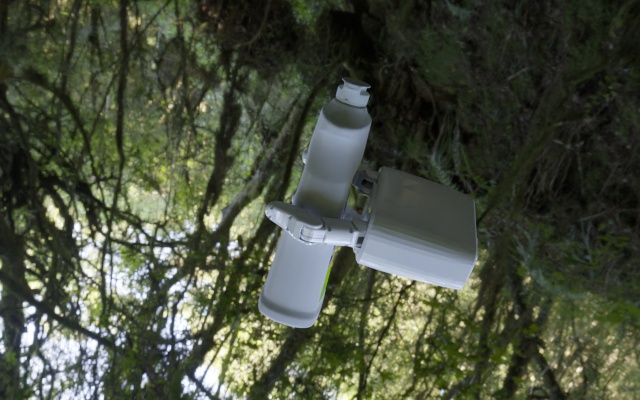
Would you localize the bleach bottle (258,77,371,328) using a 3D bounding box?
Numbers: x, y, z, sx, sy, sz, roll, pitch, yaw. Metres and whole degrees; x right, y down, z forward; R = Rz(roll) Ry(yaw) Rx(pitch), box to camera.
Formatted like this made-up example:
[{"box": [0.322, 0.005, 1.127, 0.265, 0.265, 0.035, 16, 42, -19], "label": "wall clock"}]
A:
[{"box": [0.000, 0.002, 0.492, 0.068, 0.251, 0.102, 17, 24, 1], "label": "bleach bottle"}]
